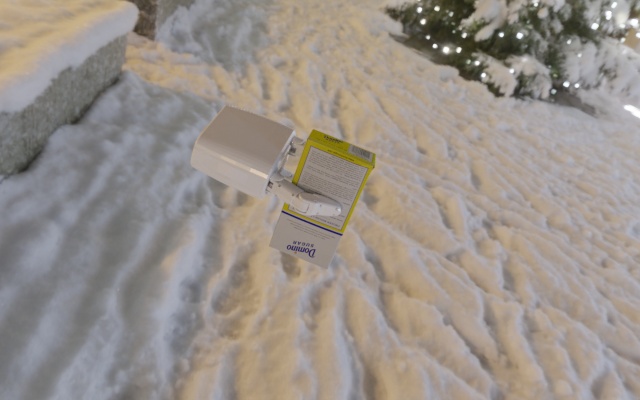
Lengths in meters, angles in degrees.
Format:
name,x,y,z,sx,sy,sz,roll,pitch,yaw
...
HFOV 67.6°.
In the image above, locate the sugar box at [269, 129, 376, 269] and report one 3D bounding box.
name,x,y,z,sx,sy,sz,roll,pitch,yaw
sugar box,0.000,0.002,0.651,0.093,0.176,0.048,22,31,-1
